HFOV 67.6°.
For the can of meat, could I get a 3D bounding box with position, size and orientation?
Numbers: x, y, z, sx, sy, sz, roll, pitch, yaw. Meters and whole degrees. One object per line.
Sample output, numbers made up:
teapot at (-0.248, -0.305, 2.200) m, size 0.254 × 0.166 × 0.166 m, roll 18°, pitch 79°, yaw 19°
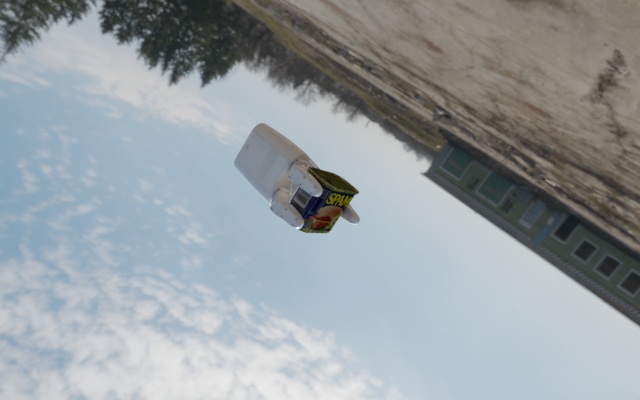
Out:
can of meat at (0.000, 0.003, 0.734) m, size 0.057 × 0.084 × 0.102 m, roll 41°, pitch 15°, yaw 27°
